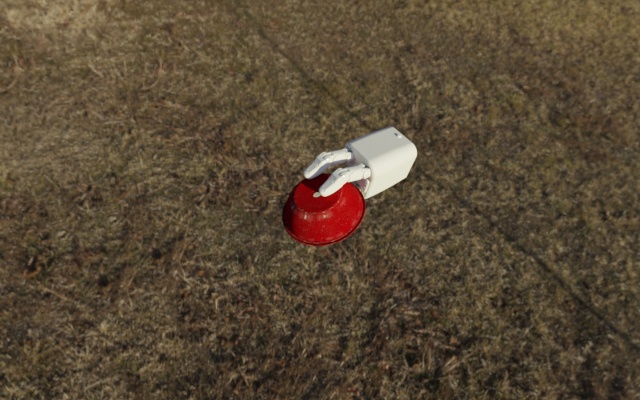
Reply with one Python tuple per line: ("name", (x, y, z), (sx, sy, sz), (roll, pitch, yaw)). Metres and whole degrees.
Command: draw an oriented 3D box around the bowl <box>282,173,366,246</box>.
("bowl", (-0.001, 0.004, 0.883), (0.162, 0.162, 0.055), (0, -37, 15))
